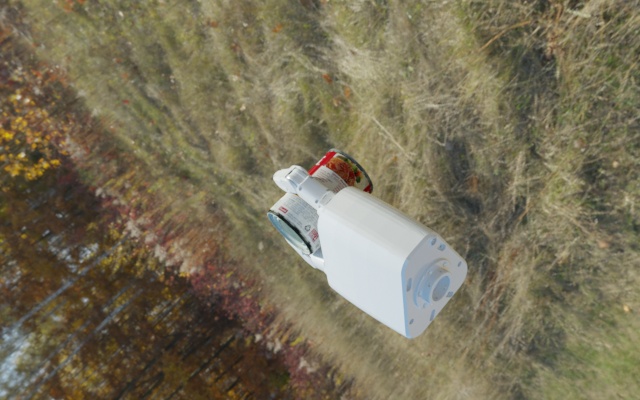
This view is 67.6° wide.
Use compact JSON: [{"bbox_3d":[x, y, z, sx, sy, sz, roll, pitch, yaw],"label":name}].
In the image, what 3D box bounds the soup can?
[{"bbox_3d":[0.000,0.002,0.527,0.102,0.068,0.068,-45,15,-16],"label":"soup can"}]
